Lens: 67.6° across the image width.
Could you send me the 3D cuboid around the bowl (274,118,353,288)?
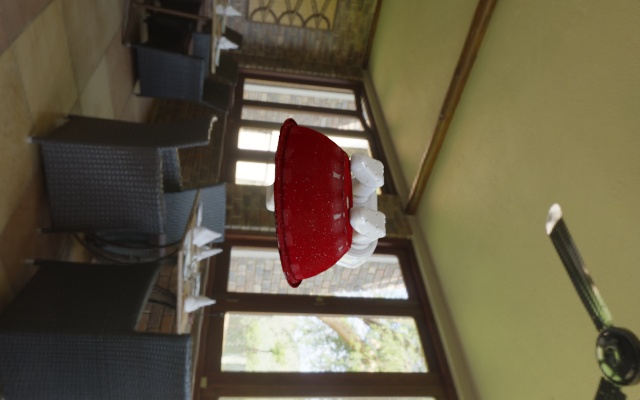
[{"bbox_3d":[0.000,0.001,0.453,0.055,0.162,0.162,-2,0,9],"label":"bowl"}]
